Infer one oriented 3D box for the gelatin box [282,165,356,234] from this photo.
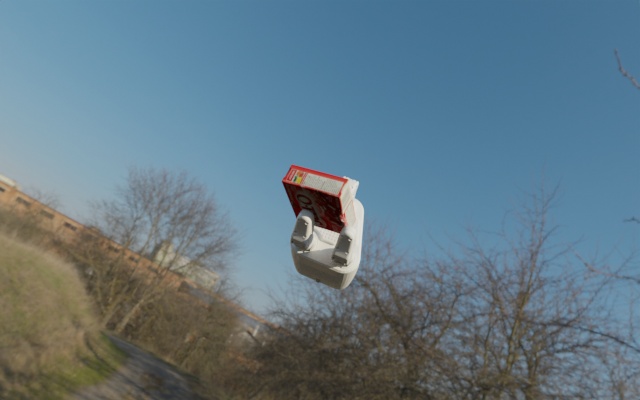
[{"bbox_3d":[0.000,0.001,0.567,0.073,0.030,0.089,17,-29,20],"label":"gelatin box"}]
